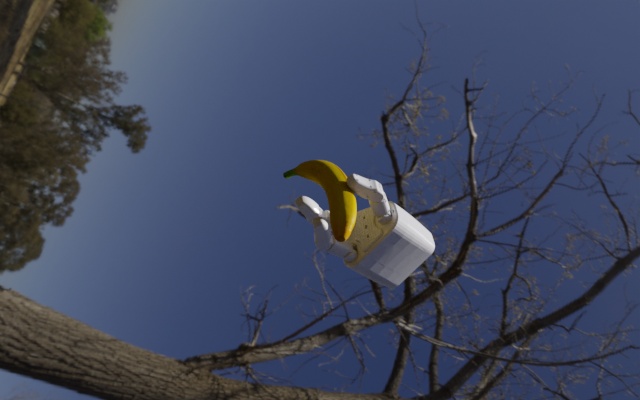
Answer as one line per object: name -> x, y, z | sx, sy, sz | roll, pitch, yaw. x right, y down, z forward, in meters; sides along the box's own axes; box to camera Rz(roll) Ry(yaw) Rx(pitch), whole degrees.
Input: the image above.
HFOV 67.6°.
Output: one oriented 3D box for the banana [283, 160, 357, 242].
banana -> 0.011, -0.013, 0.677 | 0.037, 0.069, 0.197 | 38, 6, -36
